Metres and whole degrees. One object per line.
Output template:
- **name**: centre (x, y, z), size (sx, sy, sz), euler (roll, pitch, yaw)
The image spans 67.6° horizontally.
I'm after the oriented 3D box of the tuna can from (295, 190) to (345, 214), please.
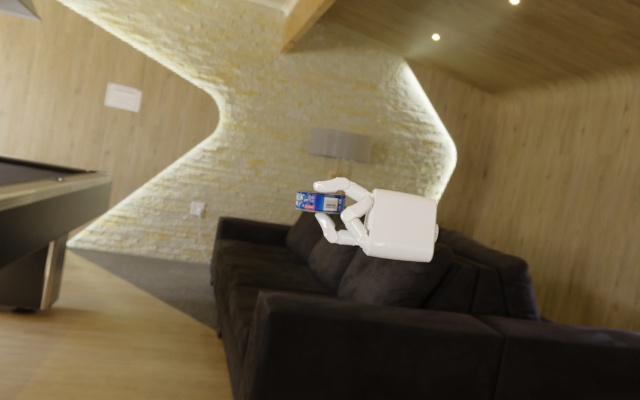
- **tuna can**: centre (0.000, 0.002, 0.829), size (0.086, 0.034, 0.086), euler (6, 2, 0)
